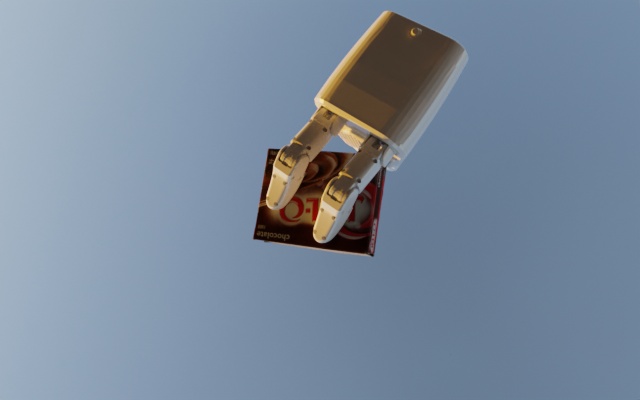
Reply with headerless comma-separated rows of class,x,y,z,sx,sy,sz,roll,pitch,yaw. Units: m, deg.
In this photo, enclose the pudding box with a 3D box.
pudding box,0.000,0.001,0.448,0.113,0.090,0.039,5,-11,19
